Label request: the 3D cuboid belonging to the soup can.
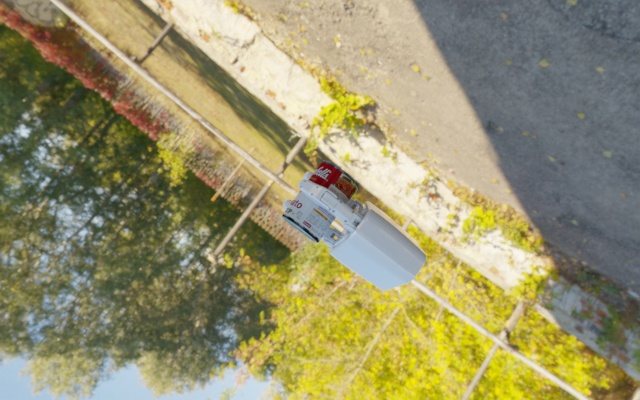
[{"bbox_3d":[0.000,0.002,0.694,0.068,0.102,0.068,36,-9,6],"label":"soup can"}]
